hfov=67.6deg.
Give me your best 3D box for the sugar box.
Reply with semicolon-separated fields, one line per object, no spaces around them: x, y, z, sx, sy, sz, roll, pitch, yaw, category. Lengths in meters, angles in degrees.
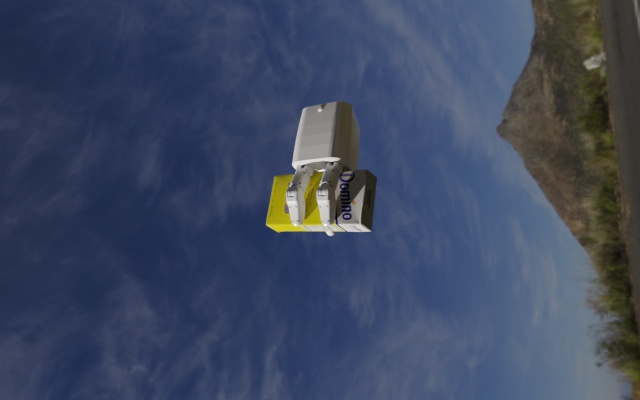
0.000;0.002;0.777;0.176;0.093;0.048;-4;-21;31;sugar box
